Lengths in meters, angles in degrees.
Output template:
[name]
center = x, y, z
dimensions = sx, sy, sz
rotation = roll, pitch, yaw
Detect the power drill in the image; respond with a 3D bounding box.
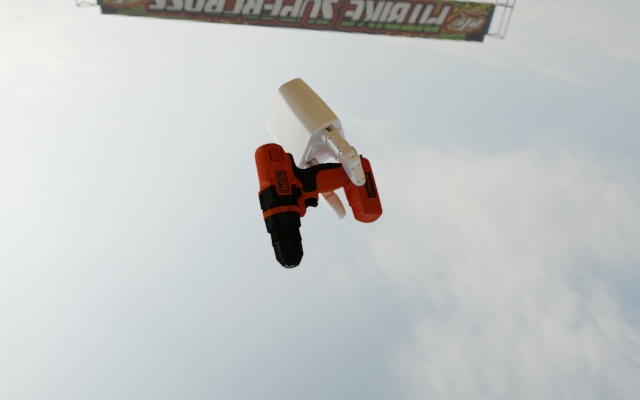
[power drill]
center = 0.000, 0.002, 0.711
dimensions = 0.187, 0.184, 0.057
rotation = -3, -16, -32
